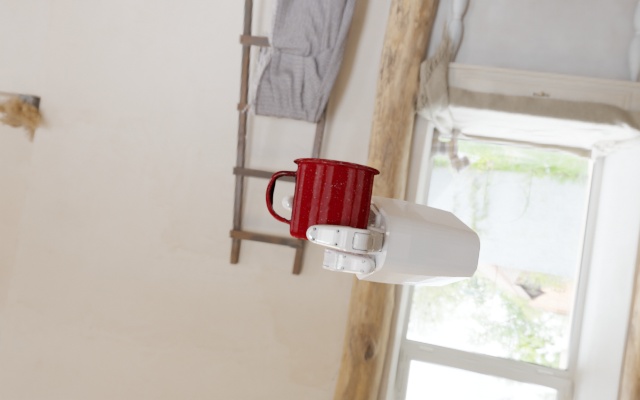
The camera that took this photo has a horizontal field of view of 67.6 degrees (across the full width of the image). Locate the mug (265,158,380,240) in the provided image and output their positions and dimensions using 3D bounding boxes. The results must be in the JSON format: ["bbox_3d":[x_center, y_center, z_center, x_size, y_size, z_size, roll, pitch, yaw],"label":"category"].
[{"bbox_3d":[-0.001,0.002,0.505,0.117,0.081,0.093,8,-3,-7],"label":"mug"}]
